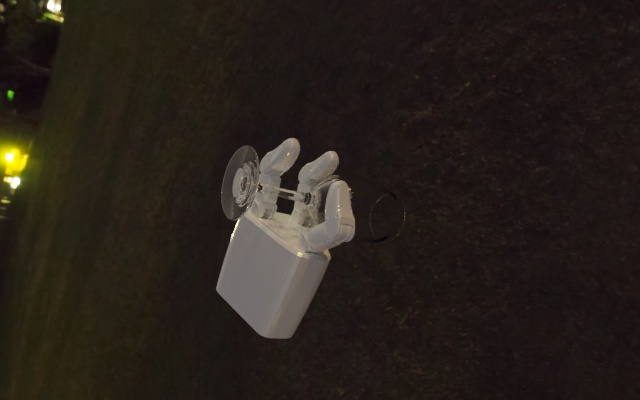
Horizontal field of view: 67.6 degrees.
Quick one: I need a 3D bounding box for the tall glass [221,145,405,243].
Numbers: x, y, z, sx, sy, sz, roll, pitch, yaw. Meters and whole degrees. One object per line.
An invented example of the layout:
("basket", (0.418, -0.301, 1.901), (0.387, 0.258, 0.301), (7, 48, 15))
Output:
("tall glass", (0.000, 0.001, 0.518), (0.201, 0.079, 0.079), (13, -8, -35))
